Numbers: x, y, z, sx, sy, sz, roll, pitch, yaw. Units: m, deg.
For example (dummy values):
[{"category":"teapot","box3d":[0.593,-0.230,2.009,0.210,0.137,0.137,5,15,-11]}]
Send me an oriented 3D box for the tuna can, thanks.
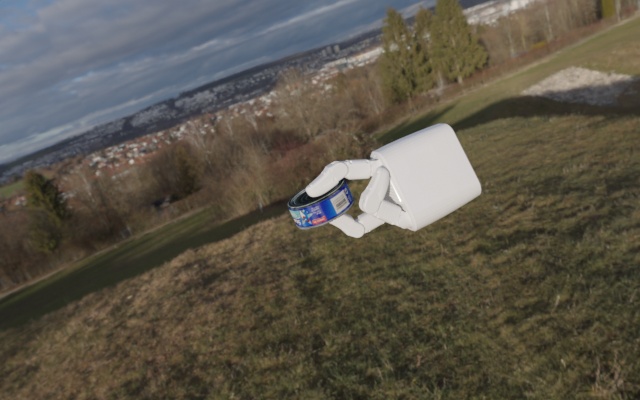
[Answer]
[{"category":"tuna can","box3d":[0.000,0.002,0.638,0.086,0.034,0.086,-23,18,8]}]
